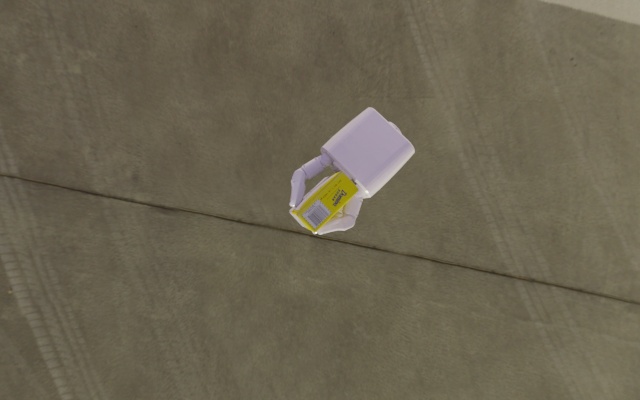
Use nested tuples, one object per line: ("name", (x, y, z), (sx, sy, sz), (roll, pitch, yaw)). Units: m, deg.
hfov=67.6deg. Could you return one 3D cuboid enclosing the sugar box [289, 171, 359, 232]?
("sugar box", (0.001, 0.003, 0.768), (0.093, 0.048, 0.176), (-43, 2, -5))
